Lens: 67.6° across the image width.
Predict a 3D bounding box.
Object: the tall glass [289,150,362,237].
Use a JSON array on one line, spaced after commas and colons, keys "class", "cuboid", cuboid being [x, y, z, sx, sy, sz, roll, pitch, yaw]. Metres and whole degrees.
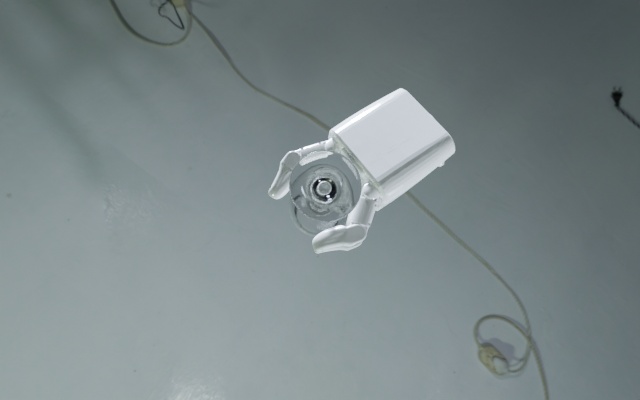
[{"class": "tall glass", "cuboid": [0.000, 0.002, 0.579, 0.079, 0.079, 0.201, 0, -10, -3]}]
